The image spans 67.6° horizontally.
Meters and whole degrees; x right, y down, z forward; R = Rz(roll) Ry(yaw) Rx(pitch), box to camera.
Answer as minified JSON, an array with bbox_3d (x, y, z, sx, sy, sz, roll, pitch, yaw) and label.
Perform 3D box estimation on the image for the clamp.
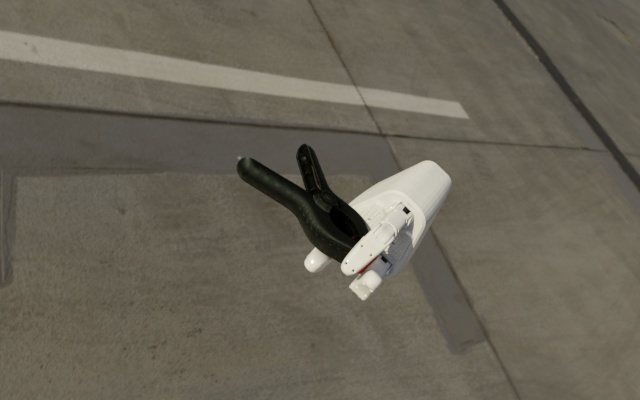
[{"bbox_3d":[0.000,0.001,0.523,0.039,0.171,0.120,-48,-6,40],"label":"clamp"}]
